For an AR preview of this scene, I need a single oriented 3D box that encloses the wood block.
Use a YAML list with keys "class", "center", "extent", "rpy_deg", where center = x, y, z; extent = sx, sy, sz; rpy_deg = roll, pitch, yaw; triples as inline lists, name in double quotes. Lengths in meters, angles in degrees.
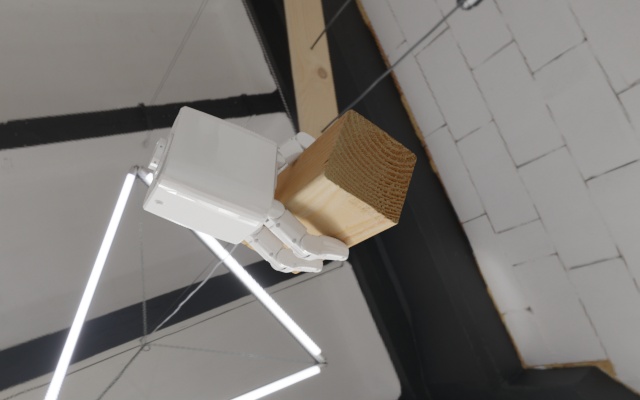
- class: "wood block"
  center: [0.000, 0.001, 0.536]
  extent: [0.090, 0.090, 0.206]
  rpy_deg: [32, -34, -17]
